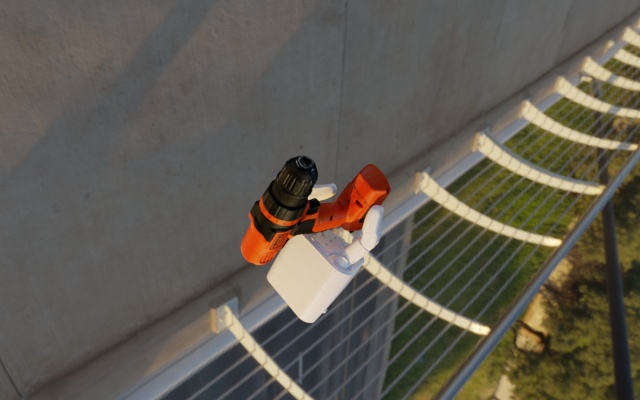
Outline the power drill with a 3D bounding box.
[{"bbox_3d":[0.000,0.002,0.614,0.187,0.057,0.184,-12,-30,-37],"label":"power drill"}]
